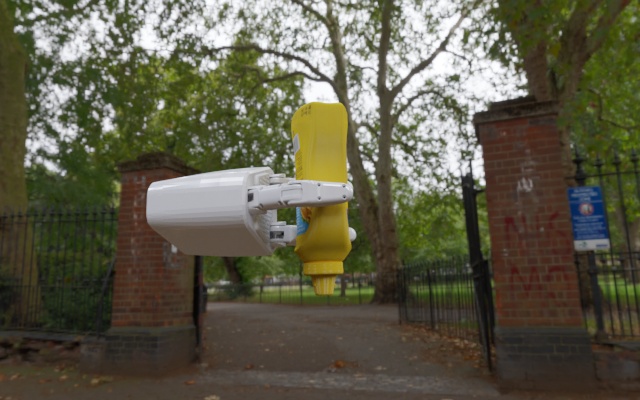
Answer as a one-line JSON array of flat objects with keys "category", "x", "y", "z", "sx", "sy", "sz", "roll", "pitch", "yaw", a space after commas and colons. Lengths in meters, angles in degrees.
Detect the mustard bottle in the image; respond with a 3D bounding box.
[{"category": "mustard bottle", "x": 0.000, "y": 0.001, "z": 0.499, "sx": 0.058, "sy": 0.191, "sz": 0.096, "roll": 1, "pitch": -10, "yaw": -13}]
